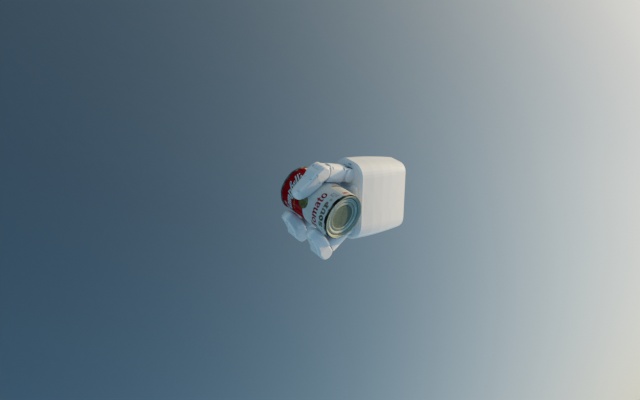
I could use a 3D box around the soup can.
[{"bbox_3d":[0.000,0.002,0.675,0.068,0.068,0.102,0,25,-44],"label":"soup can"}]
